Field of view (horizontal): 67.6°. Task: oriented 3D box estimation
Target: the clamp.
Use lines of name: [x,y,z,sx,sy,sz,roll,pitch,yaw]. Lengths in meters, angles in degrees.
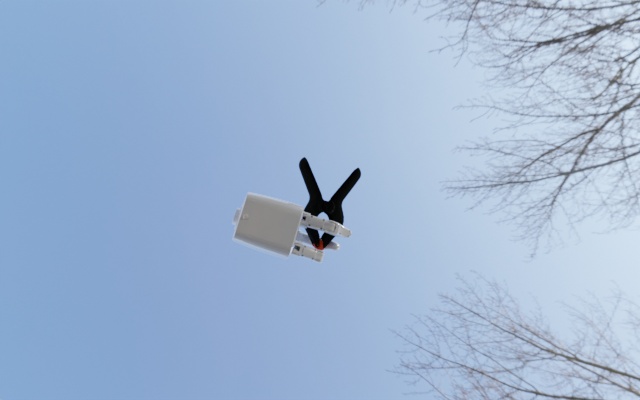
clamp: [0.000,0.003,0.889,0.120,0.171,0.039,18,-9,-8]
